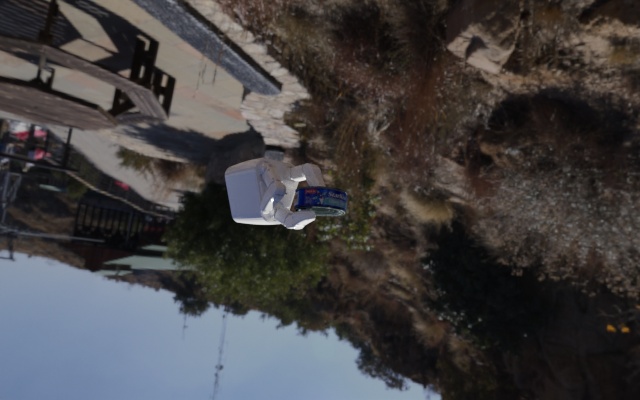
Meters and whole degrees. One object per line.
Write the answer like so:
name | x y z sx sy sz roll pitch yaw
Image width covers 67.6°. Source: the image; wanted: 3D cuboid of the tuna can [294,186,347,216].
tuna can | 0.000 0.003 0.776 0.086 0.033 0.086 3 -11 1
